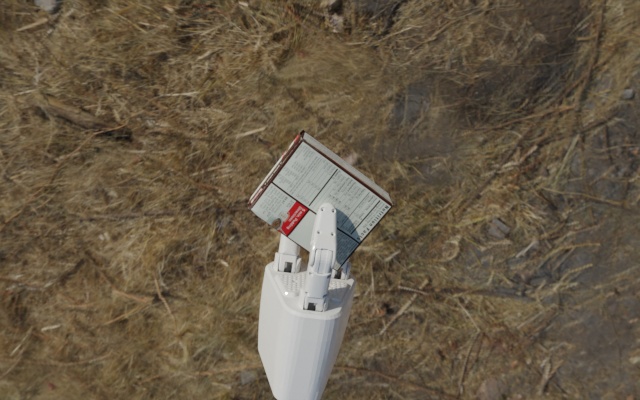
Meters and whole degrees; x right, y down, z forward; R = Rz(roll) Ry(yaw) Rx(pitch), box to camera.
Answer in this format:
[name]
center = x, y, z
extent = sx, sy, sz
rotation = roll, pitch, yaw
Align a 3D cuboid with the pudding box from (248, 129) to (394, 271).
[pudding box]
center = 0.000, 0.002, 0.463
extent = 0.113, 0.090, 0.039
rotation = 35, 14, -14
